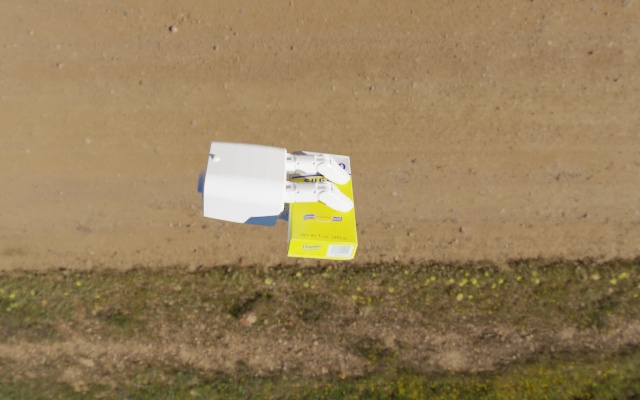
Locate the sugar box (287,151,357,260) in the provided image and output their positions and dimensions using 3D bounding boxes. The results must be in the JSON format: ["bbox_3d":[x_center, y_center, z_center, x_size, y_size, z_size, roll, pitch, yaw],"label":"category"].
[{"bbox_3d":[0.000,0.002,0.699,0.093,0.176,0.048,5,-41,-9],"label":"sugar box"}]
